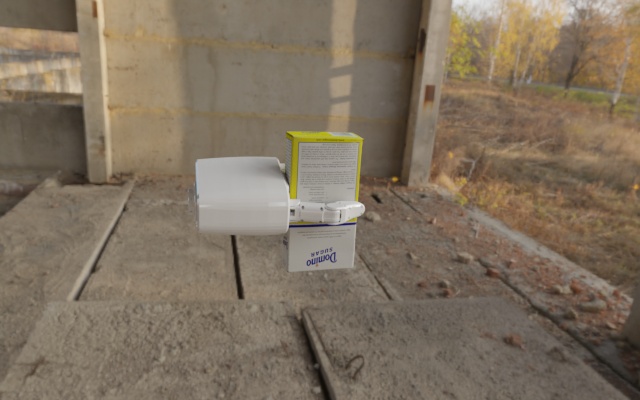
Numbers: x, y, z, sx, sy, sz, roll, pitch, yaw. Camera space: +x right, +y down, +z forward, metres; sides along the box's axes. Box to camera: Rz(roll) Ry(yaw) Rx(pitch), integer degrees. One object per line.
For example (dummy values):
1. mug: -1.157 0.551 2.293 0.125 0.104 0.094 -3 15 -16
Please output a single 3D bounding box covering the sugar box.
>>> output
1. sugar box: 0.000 0.002 0.616 0.093 0.176 0.048 -1 18 -17
